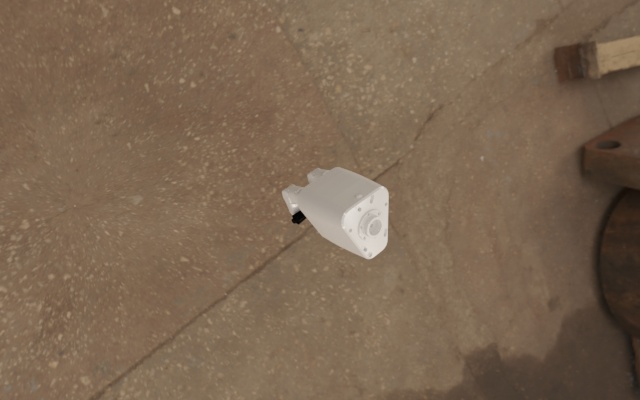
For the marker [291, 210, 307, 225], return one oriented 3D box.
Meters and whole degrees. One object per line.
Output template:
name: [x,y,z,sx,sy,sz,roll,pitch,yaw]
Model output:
marker: [0.000,0.003,0.806,0.121,0.020,0.020,-35,16,-23]
